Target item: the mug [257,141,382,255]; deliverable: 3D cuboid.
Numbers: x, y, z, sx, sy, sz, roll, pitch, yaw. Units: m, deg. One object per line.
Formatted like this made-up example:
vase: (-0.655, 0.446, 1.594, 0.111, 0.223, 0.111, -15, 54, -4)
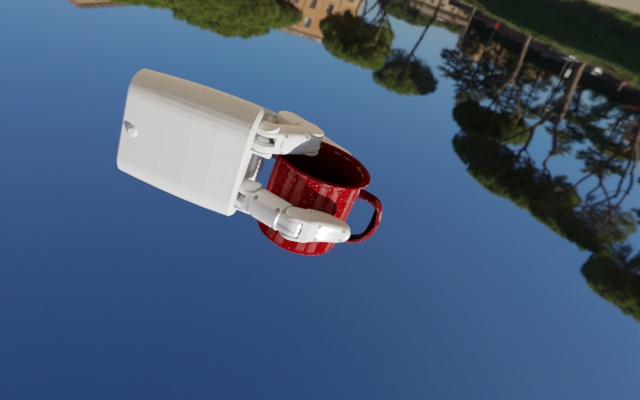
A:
mug: (0.001, 0.002, 0.451, 0.117, 0.081, 0.093, 22, 27, 0)
